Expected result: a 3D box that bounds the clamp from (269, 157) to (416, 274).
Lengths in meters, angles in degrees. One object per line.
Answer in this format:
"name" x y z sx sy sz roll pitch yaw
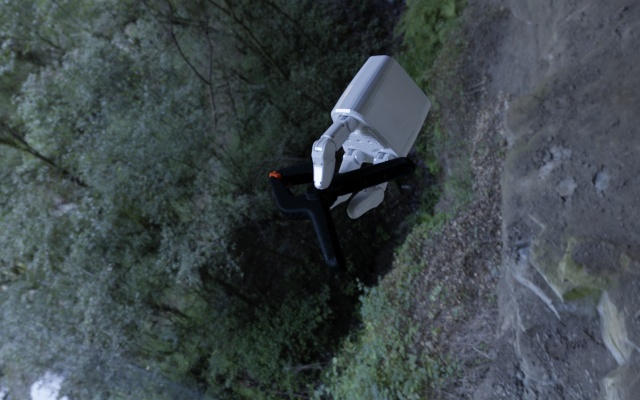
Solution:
"clamp" -0.001 0.001 0.615 0.210 0.164 0.036 12 -28 42
